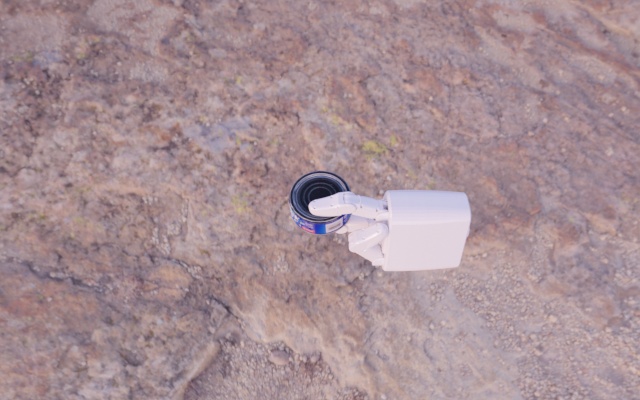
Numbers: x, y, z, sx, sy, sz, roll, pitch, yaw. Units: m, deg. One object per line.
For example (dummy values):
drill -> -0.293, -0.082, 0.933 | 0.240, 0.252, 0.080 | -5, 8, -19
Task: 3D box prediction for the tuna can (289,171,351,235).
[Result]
tuna can -> 0.000, 0.002, 0.647 | 0.086, 0.086, 0.034 | 0, -32, 3
